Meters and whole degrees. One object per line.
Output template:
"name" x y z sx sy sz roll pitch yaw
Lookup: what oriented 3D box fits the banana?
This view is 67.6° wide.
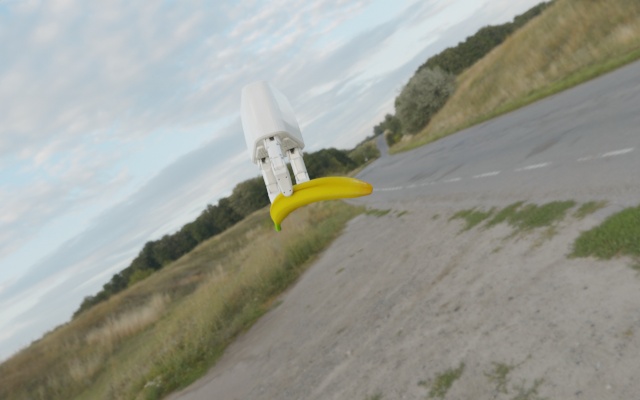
"banana" -0.013 -0.005 0.790 0.198 0.037 0.070 -21 -40 27
